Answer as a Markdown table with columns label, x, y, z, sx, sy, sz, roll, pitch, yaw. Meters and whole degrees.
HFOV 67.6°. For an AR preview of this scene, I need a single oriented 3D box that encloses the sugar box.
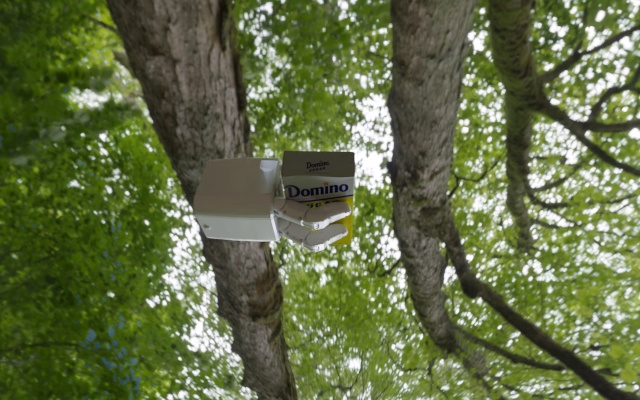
| label | x | y | z | sx | sy | sz | roll | pitch | yaw |
| --- | --- | --- | --- | --- | --- | --- | --- | --- | --- |
| sugar box | 0.000 | 0.003 | 0.660 | 0.093 | 0.048 | 0.176 | 1 | -31 | 3 |
